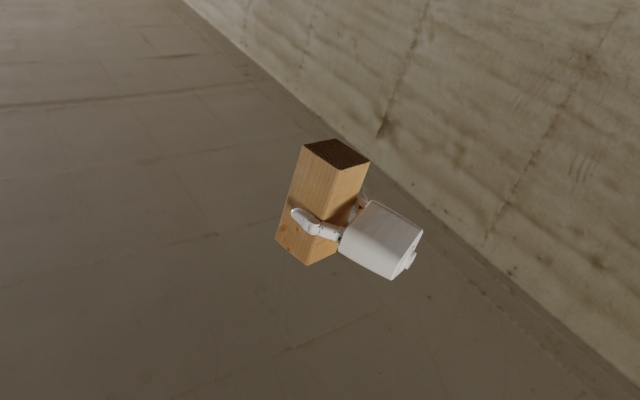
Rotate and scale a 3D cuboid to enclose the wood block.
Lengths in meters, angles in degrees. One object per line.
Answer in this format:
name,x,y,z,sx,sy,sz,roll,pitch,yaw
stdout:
wood block,0.000,0.003,0.864,0.090,0.206,0.091,37,35,28
